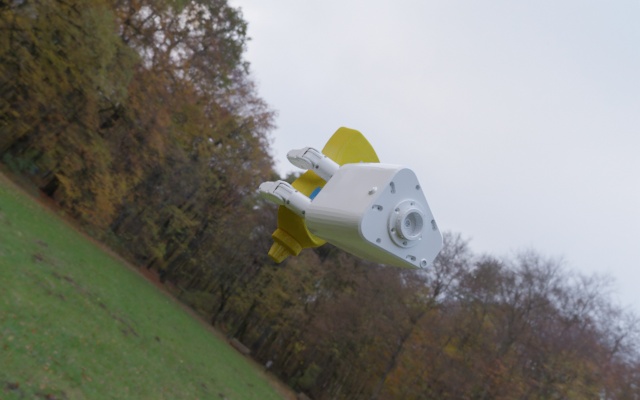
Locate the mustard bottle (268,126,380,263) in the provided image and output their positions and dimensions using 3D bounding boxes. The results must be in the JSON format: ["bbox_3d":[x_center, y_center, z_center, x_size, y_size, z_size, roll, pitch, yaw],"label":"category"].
[{"bbox_3d":[0.000,0.002,0.618,0.058,0.191,0.096,24,-23,40],"label":"mustard bottle"}]
